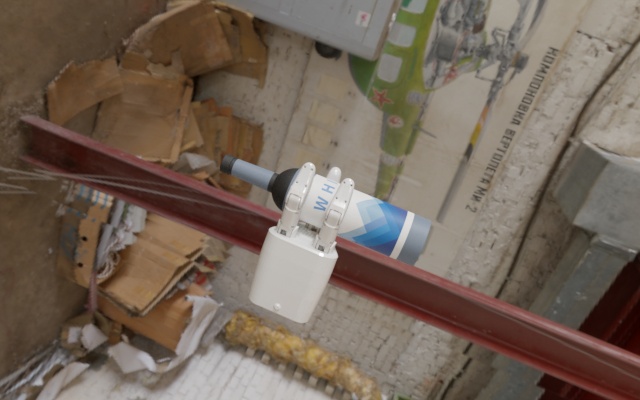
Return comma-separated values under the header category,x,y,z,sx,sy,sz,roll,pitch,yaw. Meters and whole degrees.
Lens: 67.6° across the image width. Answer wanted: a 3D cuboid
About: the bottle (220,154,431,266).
category,x,y,z,sx,sy,sz,roll,pitch,yaw
bottle,0.000,0.002,0.655,0.295,0.069,0.069,22,2,6
